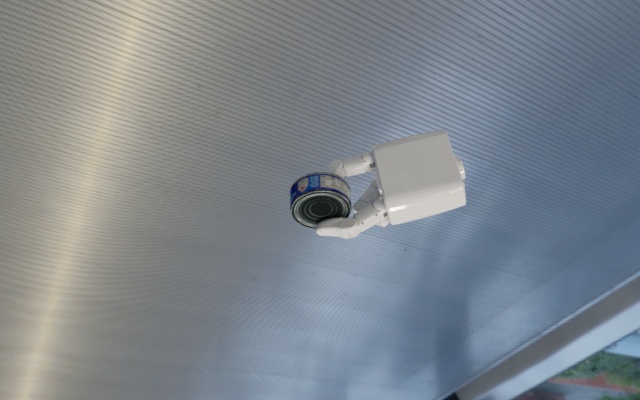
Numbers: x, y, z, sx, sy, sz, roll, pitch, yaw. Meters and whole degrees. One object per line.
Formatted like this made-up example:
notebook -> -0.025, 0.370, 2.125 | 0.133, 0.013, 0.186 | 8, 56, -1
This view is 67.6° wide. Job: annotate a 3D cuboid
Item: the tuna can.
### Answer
tuna can -> 0.000, 0.003, 0.660 | 0.086, 0.033, 0.086 | -1, -41, -1
